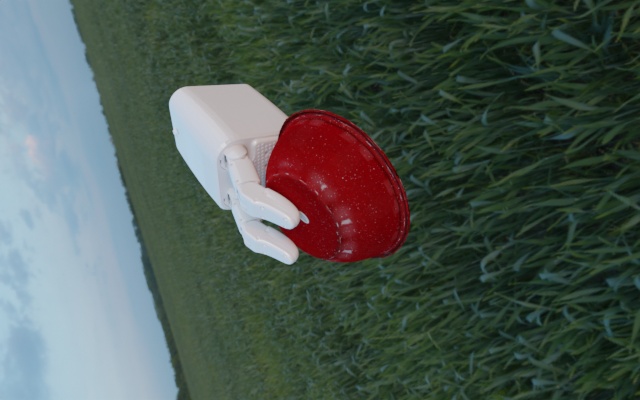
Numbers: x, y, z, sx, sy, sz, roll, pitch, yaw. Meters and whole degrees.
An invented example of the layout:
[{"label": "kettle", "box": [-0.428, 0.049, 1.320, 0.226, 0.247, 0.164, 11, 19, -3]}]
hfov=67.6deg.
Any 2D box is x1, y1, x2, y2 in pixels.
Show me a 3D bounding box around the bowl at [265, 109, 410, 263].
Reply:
[{"label": "bowl", "box": [0.001, 0.002, 0.438, 0.055, 0.162, 0.162, -39, 24, -33]}]
